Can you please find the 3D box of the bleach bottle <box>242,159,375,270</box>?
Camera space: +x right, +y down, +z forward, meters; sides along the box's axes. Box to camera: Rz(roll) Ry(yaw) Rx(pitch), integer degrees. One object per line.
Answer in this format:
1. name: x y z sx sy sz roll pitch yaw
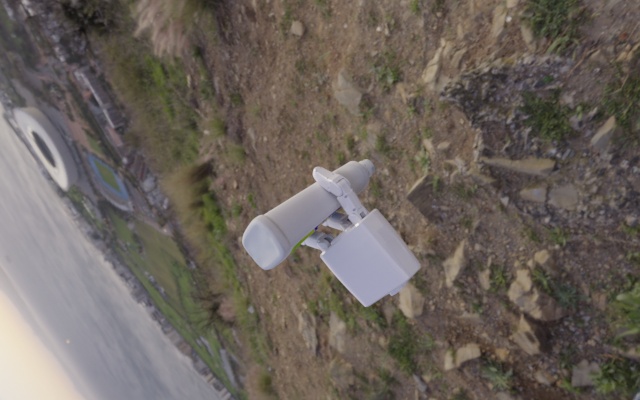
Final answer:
1. bleach bottle: 0.000 0.002 0.725 0.250 0.068 0.103 -37 -5 -33
